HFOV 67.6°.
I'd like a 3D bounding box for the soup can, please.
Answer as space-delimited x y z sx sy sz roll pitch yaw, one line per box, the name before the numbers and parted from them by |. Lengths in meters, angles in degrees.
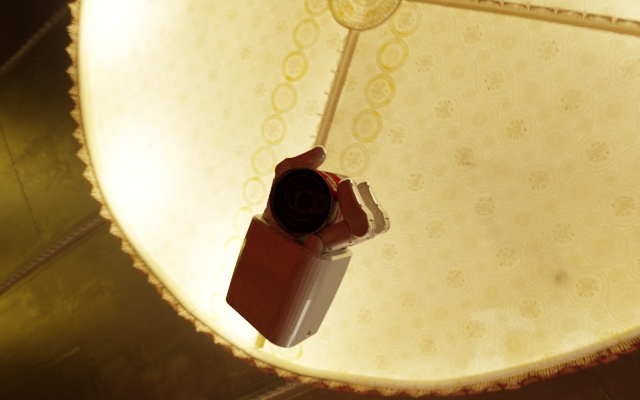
soup can | 0.000 0.001 0.513 0.068 0.068 0.102 0 -1 24
